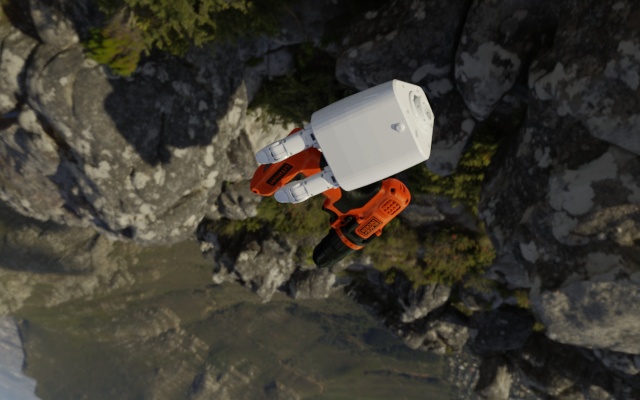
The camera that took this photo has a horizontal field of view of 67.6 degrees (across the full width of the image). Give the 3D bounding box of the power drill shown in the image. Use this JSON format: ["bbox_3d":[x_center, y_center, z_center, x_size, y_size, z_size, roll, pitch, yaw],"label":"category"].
[{"bbox_3d":[0.000,0.002,0.658,0.188,0.184,0.057,33,30,-21],"label":"power drill"}]
